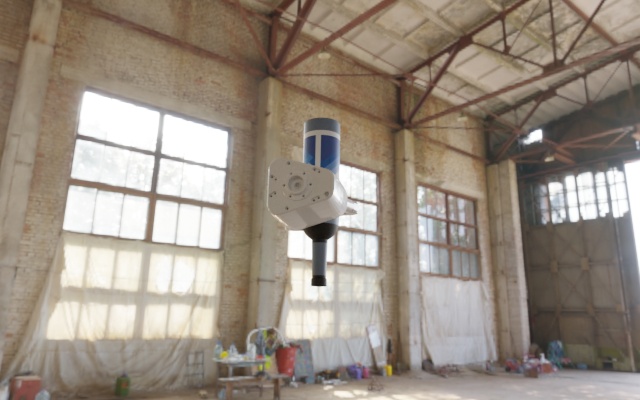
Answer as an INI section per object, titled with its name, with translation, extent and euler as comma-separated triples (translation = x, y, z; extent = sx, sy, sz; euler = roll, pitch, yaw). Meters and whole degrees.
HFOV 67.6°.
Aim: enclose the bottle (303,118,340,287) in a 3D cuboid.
[bottle]
translation = 0.000, 0.003, 0.845
extent = 0.069, 0.295, 0.069
euler = 1, -14, 0
